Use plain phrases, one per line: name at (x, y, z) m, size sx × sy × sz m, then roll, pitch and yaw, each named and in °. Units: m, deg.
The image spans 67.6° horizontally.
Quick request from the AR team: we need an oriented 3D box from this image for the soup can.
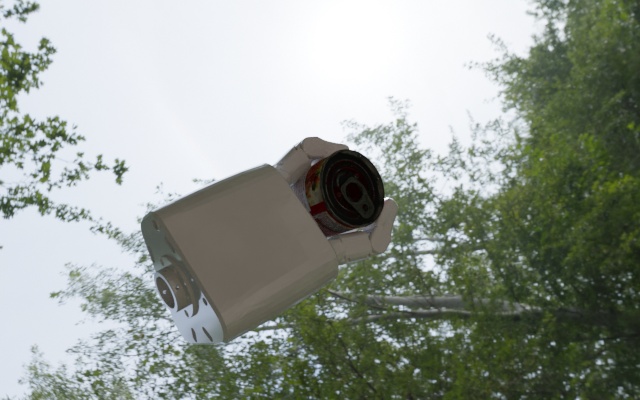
soup can at (0.000, 0.001, 0.439) m, size 0.068 × 0.068 × 0.102 m, roll 0°, pitch -14°, yaw -35°
